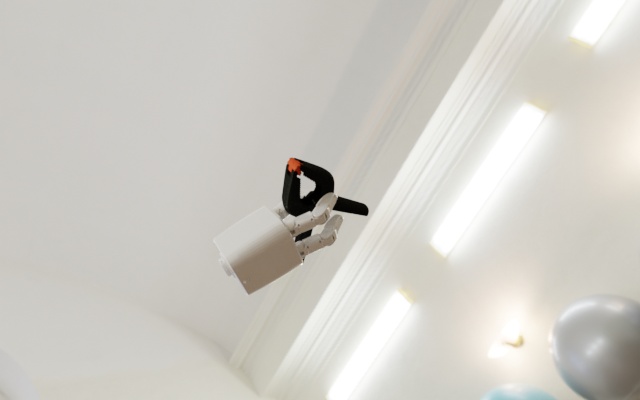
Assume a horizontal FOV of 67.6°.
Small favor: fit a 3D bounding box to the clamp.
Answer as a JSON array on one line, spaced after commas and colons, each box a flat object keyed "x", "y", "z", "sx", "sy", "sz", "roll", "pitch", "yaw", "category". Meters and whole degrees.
[{"x": -0.001, "y": 0.002, "z": 0.802, "sx": 0.164, "sy": 0.210, "sz": 0.036, "roll": -32, "pitch": 46, "yaw": -14, "category": "clamp"}]
